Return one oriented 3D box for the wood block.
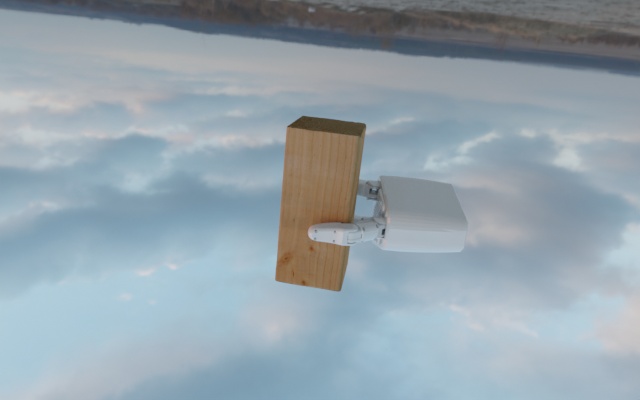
[{"bbox_3d":[0.000,0.002,0.627,0.090,0.206,0.090,8,19,7],"label":"wood block"}]
